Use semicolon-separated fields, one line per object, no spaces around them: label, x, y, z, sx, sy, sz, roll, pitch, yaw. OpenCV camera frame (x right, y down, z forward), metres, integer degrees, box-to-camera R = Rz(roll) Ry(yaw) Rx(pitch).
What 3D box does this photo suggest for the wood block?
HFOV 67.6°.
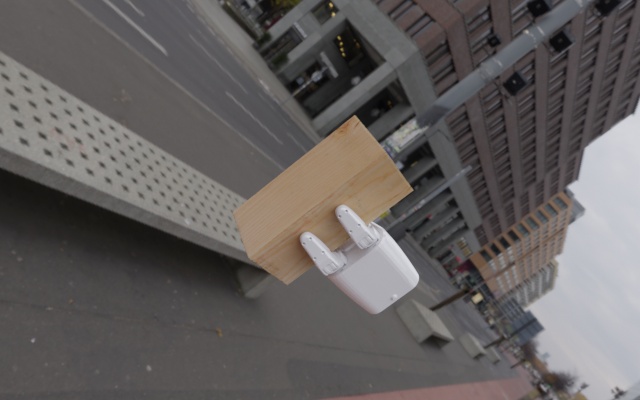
wood block;0.000;0.002;0.618;0.206;0.090;0.090;-38;-46;8
